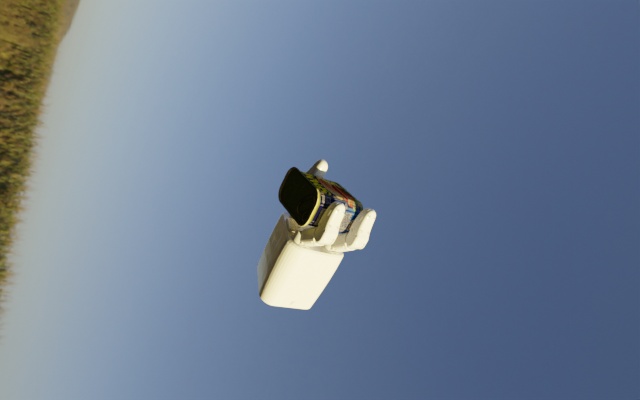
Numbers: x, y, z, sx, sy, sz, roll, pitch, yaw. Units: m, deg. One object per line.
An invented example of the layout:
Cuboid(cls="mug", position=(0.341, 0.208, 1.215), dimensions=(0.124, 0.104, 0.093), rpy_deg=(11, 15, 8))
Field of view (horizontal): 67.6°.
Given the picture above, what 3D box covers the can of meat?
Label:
Cuboid(cls="can of meat", position=(0.000, 0.002, 0.682), dimensions=(0.084, 0.057, 0.102), rpy_deg=(16, 18, -35))
